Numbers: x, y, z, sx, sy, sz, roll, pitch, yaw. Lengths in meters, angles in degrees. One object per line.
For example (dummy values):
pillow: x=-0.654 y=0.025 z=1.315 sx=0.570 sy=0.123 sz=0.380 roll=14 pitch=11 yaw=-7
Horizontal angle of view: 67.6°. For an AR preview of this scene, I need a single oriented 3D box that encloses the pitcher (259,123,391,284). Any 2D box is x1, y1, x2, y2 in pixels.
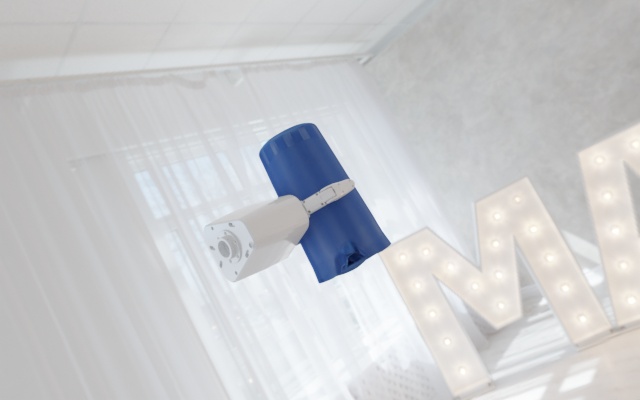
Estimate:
pitcher: x=0.000 y=0.003 z=0.786 sx=0.145 sy=0.243 sz=0.149 roll=-24 pitch=-6 yaw=-46
